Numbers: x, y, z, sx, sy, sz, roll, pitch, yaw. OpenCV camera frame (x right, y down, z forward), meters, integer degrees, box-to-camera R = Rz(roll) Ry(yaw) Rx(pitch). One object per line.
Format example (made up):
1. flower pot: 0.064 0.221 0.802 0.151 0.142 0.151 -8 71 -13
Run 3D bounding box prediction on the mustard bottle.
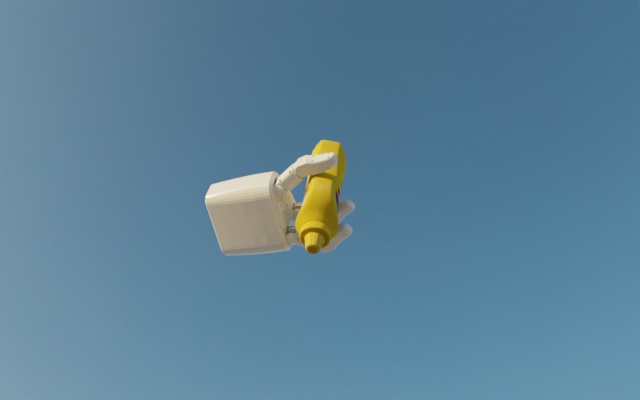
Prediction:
1. mustard bottle: 0.000 0.002 0.678 0.058 0.096 0.191 11 40 0
